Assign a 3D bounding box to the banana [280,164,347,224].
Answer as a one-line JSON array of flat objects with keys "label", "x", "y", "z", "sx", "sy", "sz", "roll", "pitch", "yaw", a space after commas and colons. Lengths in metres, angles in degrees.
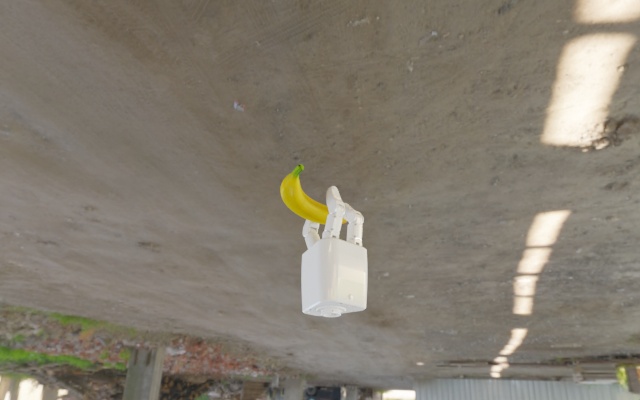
[{"label": "banana", "x": -0.018, "y": 0.005, "z": 0.846, "sx": 0.069, "sy": 0.037, "sz": 0.198, "roll": -14, "pitch": -32, "yaw": 22}]
